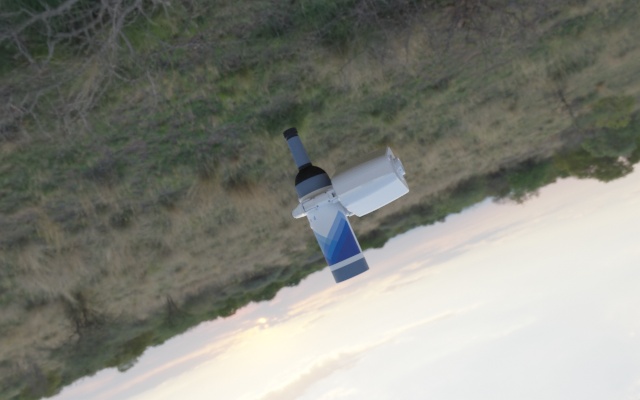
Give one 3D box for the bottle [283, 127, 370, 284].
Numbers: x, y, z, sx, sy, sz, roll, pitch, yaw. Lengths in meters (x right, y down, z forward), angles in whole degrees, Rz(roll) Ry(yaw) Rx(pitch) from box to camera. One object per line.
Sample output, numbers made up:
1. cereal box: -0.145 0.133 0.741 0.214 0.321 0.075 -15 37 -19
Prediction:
1. bottle: 0.000 0.003 0.877 0.069 0.295 0.069 -23 -7 -3
